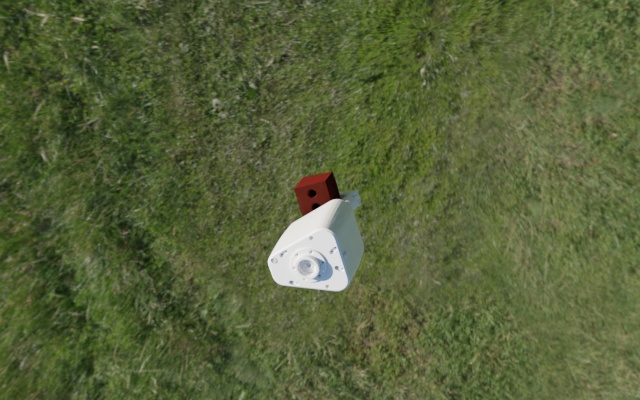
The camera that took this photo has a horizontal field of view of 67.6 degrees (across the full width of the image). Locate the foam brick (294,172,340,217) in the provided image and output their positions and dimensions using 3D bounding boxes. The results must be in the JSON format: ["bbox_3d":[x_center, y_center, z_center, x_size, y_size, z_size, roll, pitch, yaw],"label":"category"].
[{"bbox_3d":[0.000,0.002,0.732,0.053,0.078,0.051,-13,15,19],"label":"foam brick"}]
